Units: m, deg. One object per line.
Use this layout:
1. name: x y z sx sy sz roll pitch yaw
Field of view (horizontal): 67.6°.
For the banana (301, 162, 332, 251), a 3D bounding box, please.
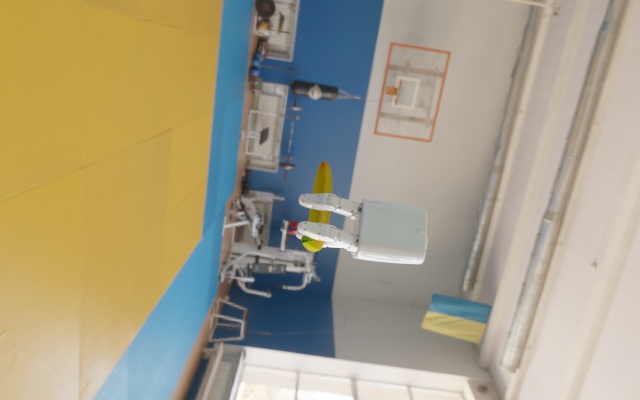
1. banana: -0.002 0.018 0.809 0.037 0.070 0.197 8 44 3
